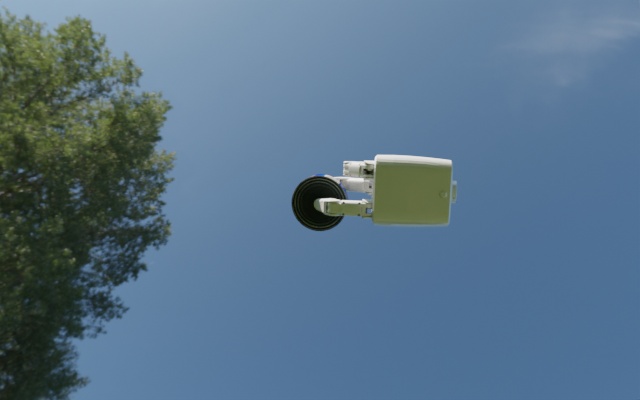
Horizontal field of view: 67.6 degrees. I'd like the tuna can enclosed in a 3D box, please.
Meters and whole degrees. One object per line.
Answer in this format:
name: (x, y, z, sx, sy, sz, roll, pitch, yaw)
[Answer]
tuna can: (0.000, 0.002, 0.741, 0.086, 0.086, 0.033, 0, 9, 8)
